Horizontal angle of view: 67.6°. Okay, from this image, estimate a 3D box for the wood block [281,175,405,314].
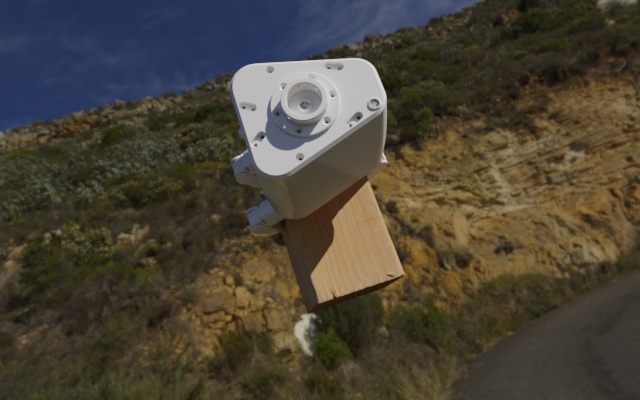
[{"bbox_3d":[0.000,0.001,0.500,0.091,0.206,0.090,-16,-16,-12],"label":"wood block"}]
